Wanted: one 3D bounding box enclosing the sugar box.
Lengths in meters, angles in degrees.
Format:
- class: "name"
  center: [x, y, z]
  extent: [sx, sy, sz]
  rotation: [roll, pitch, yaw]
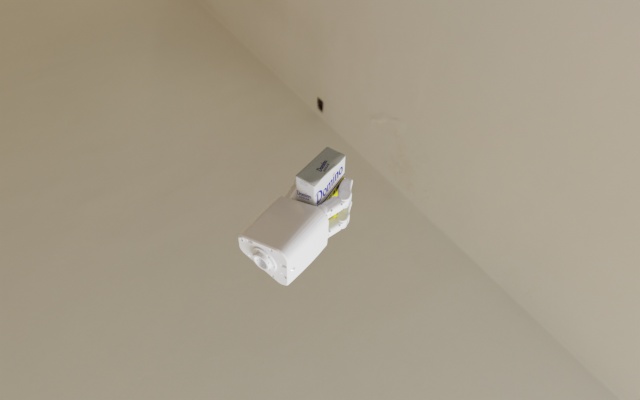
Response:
- class: "sugar box"
  center: [0.000, 0.003, 0.840]
  extent: [0.048, 0.176, 0.093]
  rotation: [29, 53, 21]
